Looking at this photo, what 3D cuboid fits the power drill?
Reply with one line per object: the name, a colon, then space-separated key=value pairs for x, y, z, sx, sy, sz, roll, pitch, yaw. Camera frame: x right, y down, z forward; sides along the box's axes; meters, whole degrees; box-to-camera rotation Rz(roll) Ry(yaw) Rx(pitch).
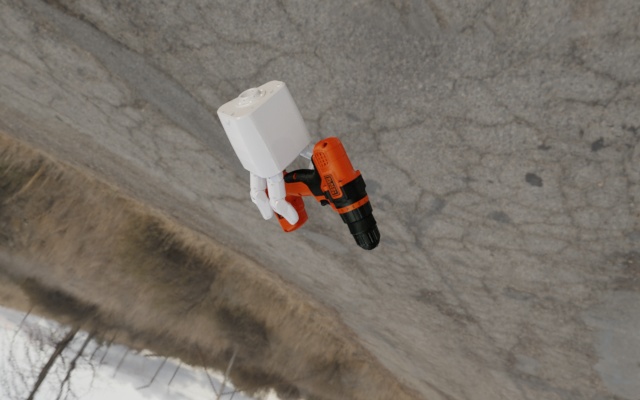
power drill: x=0.000 y=0.002 z=0.775 sx=0.188 sy=0.184 sz=0.057 roll=-15 pitch=12 yaw=47
